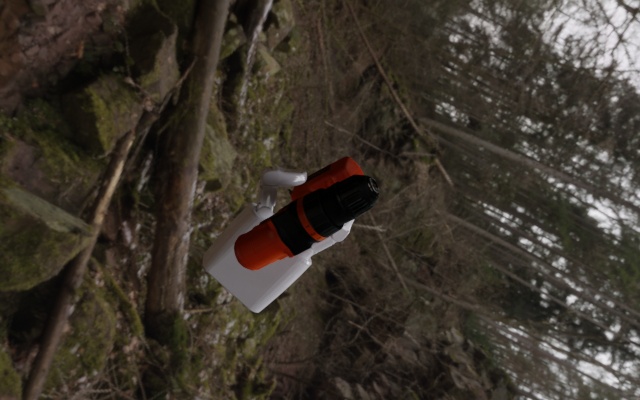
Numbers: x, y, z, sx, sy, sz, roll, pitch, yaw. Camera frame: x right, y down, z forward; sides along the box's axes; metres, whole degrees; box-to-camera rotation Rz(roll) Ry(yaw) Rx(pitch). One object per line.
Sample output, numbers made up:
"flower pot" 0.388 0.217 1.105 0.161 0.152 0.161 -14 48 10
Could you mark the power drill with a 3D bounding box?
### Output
"power drill" 0.000 0.002 0.580 0.184 0.057 0.187 -27 8 23
